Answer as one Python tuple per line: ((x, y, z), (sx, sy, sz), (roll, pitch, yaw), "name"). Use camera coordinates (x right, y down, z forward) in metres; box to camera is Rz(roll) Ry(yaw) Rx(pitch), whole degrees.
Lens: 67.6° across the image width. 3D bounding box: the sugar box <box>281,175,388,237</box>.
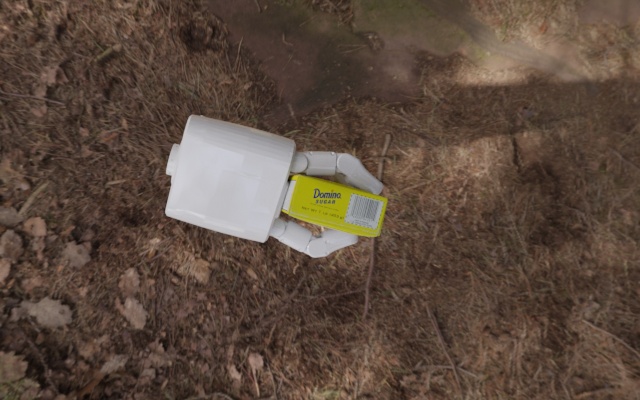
((0.000, 0.001, 0.530), (0.093, 0.048, 0.176), (15, 2, -13), "sugar box")
